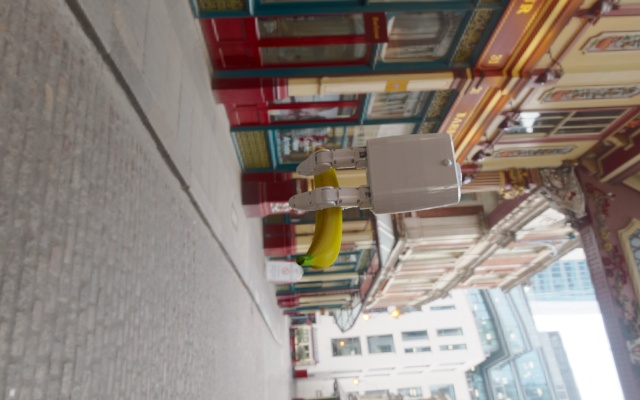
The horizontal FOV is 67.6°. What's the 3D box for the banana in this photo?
[{"bbox_3d":[0.006,0.017,0.631,0.037,0.197,0.070,-9,-43,17],"label":"banana"}]
